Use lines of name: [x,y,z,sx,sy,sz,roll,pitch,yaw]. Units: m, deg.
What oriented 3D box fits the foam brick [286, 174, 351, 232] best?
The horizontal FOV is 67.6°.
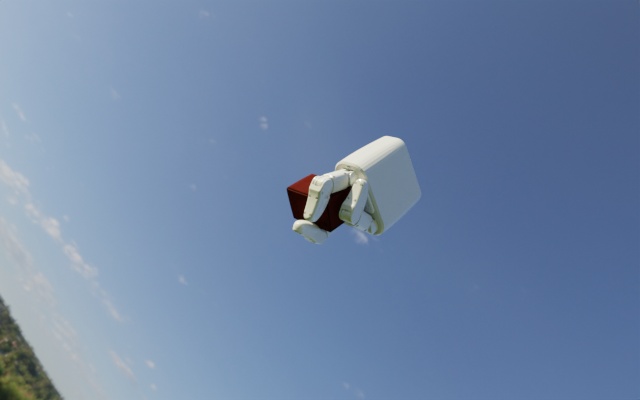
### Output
foam brick: [0.000,0.002,0.676,0.078,0.053,0.051,19,41,40]
